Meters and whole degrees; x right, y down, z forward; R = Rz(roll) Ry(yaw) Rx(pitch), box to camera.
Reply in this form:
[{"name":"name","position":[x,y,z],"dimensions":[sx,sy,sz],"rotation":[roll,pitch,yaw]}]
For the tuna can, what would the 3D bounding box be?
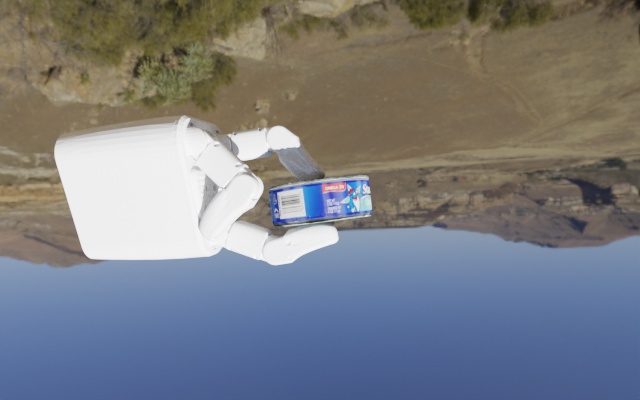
[{"name":"tuna can","position":[0.000,0.002,0.403],"dimensions":[0.086,0.034,0.086],"rotation":[-7,-2,0]}]
